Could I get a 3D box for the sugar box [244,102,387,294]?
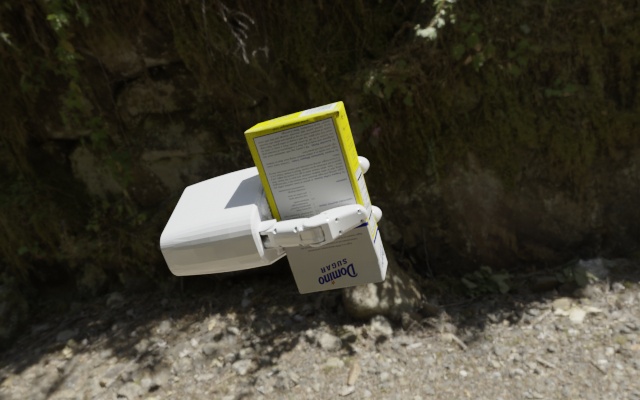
[{"bbox_3d":[0.000,0.001,0.472,0.093,0.176,0.048,-11,20,17],"label":"sugar box"}]
